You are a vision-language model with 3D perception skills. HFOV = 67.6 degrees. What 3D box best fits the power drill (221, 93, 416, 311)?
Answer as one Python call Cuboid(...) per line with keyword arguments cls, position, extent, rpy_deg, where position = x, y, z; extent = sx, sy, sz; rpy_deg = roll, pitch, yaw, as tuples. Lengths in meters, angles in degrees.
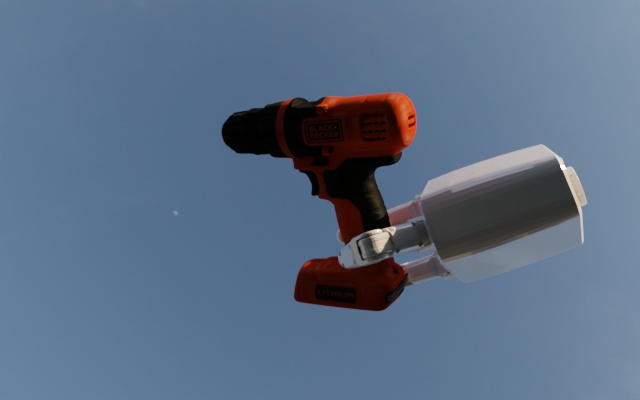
Cuboid(cls="power drill", position=(0.000, 0.002, 0.430), extent=(0.184, 0.188, 0.057), rpy_deg=(1, 20, 30))
